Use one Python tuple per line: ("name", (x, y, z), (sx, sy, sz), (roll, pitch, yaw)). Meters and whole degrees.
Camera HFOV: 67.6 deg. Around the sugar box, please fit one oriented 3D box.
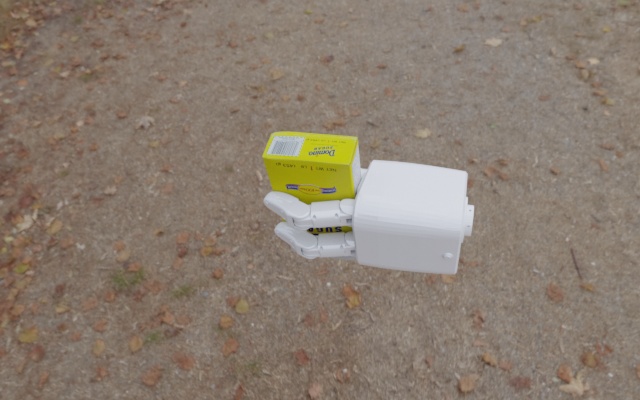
("sugar box", (0.000, 0.002, 0.539), (0.093, 0.048, 0.176), (7, -40, 15))
